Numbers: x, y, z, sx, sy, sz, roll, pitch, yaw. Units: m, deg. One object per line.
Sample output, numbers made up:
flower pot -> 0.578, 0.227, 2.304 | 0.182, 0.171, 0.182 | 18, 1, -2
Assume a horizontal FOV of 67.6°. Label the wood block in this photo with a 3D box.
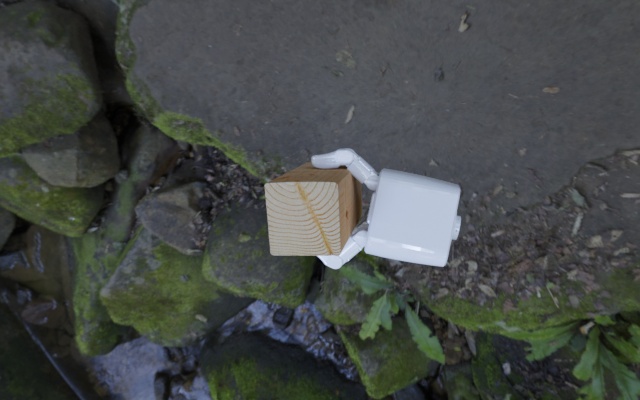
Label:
wood block -> 0.000, 0.002, 0.658 | 0.090, 0.091, 0.206 | -1, 11, 12
